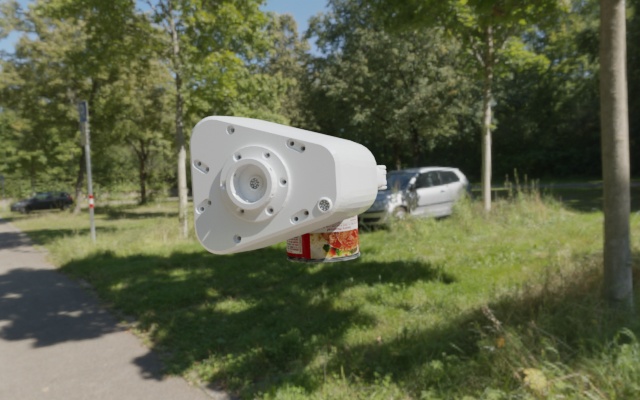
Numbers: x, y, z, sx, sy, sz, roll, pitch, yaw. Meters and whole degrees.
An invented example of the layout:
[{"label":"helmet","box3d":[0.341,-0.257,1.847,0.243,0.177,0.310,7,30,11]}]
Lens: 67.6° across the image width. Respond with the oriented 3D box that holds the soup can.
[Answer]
[{"label":"soup can","box3d":[0.000,0.001,0.440,0.068,0.102,0.068,-3,2,0]}]
